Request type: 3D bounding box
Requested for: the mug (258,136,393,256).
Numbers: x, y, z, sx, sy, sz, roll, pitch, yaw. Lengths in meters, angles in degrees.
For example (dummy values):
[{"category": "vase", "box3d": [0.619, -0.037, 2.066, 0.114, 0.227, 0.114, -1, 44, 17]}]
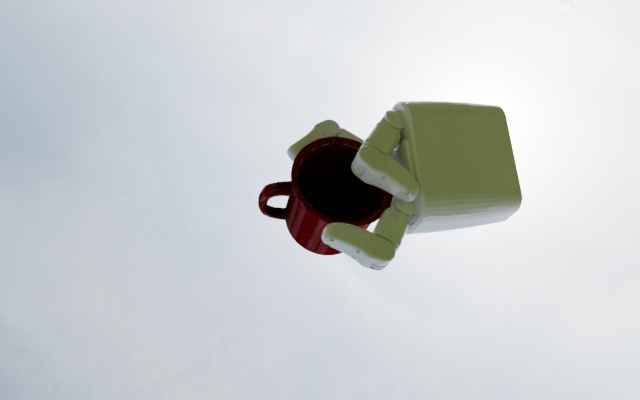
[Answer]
[{"category": "mug", "box3d": [-0.001, 0.002, 0.447, 0.117, 0.093, 0.081, -3, -28, -16]}]
